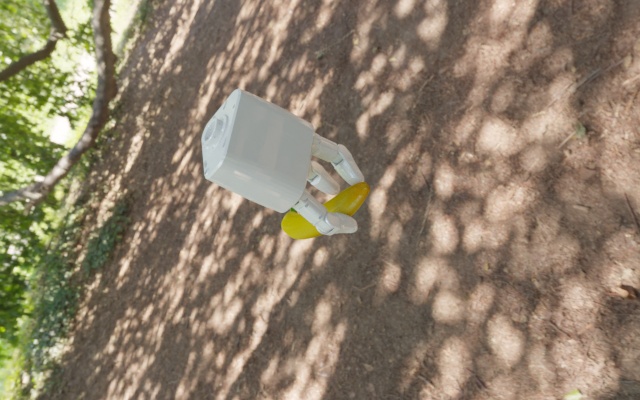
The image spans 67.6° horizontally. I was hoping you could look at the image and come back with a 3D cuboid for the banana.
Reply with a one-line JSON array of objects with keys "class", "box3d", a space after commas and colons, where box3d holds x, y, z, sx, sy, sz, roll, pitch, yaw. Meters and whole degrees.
[{"class": "banana", "box3d": [-0.006, 0.020, 0.664, 0.037, 0.069, 0.198, 25, -21, -29]}]
